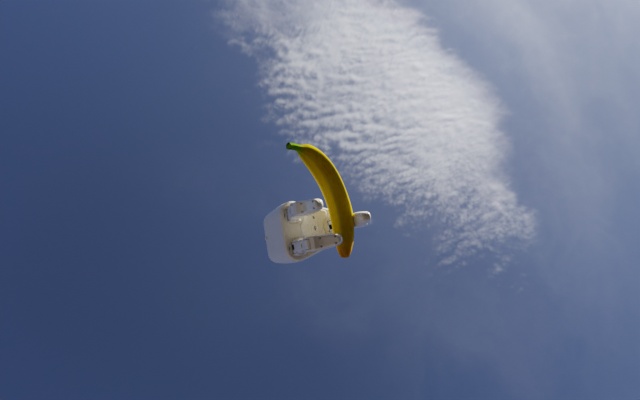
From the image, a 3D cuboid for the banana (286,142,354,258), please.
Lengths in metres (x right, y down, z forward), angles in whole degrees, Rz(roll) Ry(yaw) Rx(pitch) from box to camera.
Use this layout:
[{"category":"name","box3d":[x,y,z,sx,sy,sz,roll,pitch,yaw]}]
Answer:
[{"category":"banana","box3d":[0.012,-0.009,0.742,0.069,0.198,0.037,-33,10,-34]}]
